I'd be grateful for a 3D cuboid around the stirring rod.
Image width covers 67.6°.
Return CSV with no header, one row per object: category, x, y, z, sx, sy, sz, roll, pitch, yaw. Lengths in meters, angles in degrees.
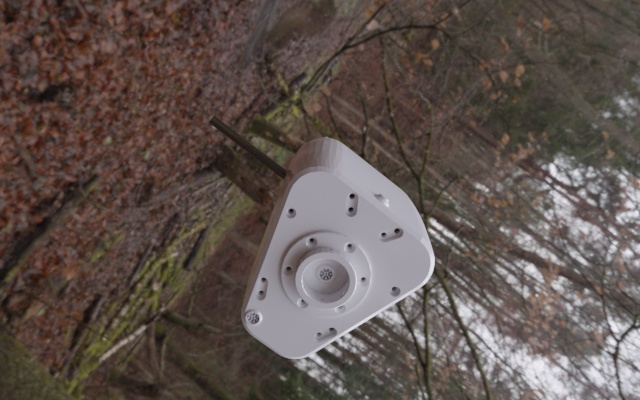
stirring rod,0.000,0.001,0.432,0.239,0.011,0.011,37,-5,-7
